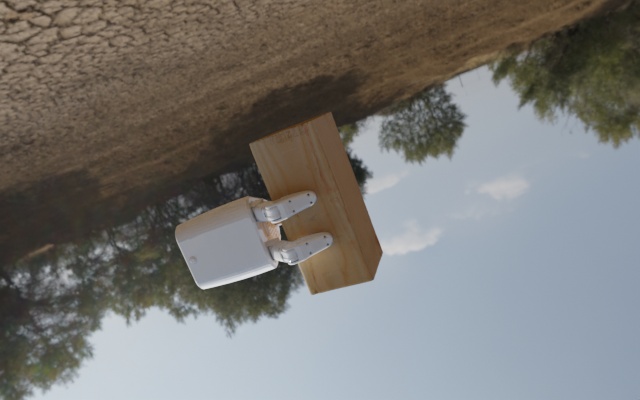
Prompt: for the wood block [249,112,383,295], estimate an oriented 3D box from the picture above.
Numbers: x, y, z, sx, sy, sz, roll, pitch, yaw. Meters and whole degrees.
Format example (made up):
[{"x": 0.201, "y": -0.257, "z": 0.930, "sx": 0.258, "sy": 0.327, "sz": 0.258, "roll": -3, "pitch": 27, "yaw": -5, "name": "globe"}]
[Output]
[{"x": 0.000, "y": 0.002, "z": 0.614, "sx": 0.090, "sy": 0.206, "sz": 0.090, "roll": -17, "pitch": 12, "yaw": 19, "name": "wood block"}]
